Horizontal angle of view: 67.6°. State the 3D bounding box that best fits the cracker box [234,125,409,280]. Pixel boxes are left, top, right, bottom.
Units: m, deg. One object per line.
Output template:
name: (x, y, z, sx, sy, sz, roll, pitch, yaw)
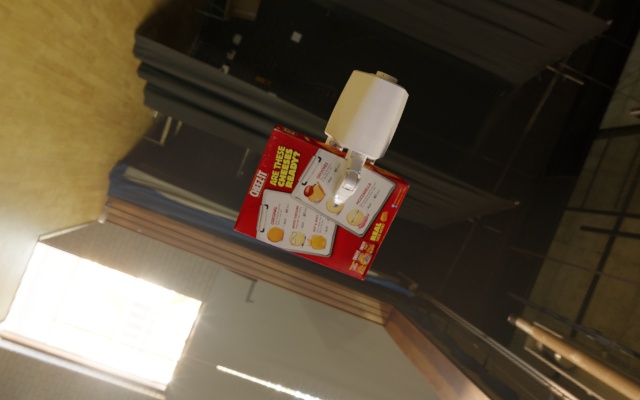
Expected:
cracker box: (0.000, 0.002, 0.723, 0.214, 0.164, 0.072, 22, 12, -7)
